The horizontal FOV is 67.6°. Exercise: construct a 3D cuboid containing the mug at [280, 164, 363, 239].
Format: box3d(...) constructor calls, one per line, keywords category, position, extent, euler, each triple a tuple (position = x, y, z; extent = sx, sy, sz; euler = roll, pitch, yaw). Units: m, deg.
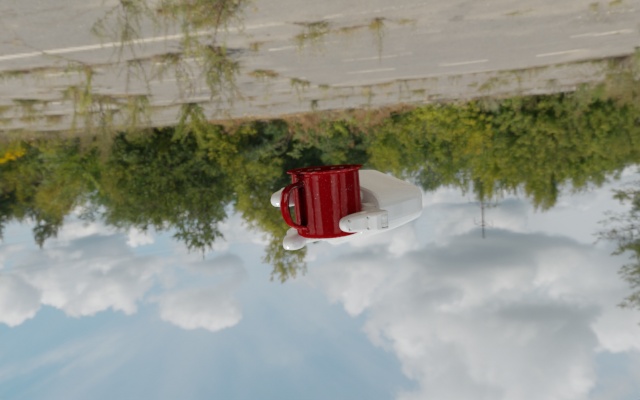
box3d(category="mug", position=(-0.001, 0.002, 0.580), extent=(0.093, 0.081, 0.117), euler=(3, 10, 44))
